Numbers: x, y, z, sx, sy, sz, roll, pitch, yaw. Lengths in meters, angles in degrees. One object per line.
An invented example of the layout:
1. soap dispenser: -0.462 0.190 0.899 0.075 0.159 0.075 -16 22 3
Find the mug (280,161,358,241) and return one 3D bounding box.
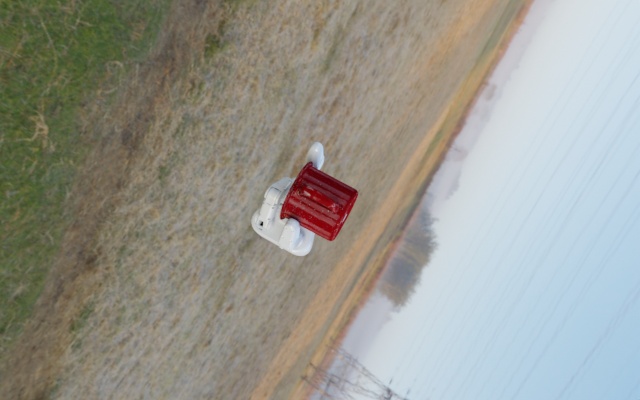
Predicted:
1. mug: 0.000 0.002 0.657 0.081 0.093 0.117 28 -9 7
